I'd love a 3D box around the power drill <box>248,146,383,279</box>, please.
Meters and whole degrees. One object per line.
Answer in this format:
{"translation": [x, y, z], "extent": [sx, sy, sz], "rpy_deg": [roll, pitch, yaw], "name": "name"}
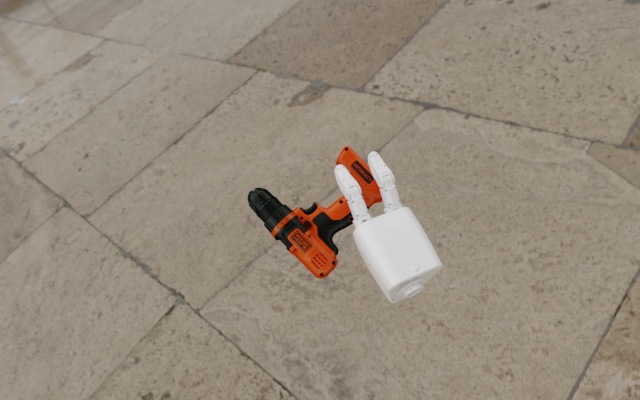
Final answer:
{"translation": [0.001, 0.002, 0.770], "extent": [0.187, 0.184, 0.057], "rpy_deg": [-44, -6, -3], "name": "power drill"}
